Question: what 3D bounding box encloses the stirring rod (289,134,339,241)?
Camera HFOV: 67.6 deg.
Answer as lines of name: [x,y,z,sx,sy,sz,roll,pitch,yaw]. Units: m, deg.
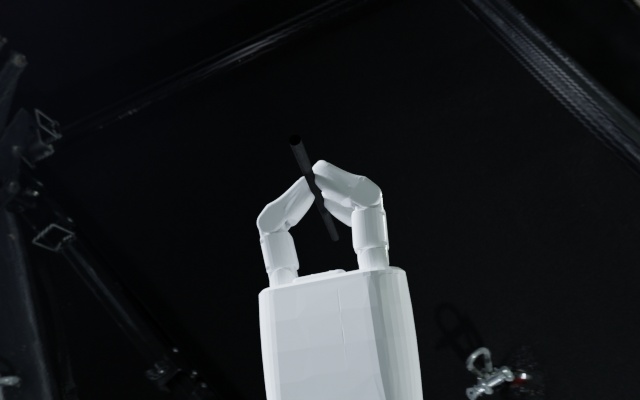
stirring rod: [0.000,0.001,0.416,0.011,0.011,0.240,0,-19,8]
